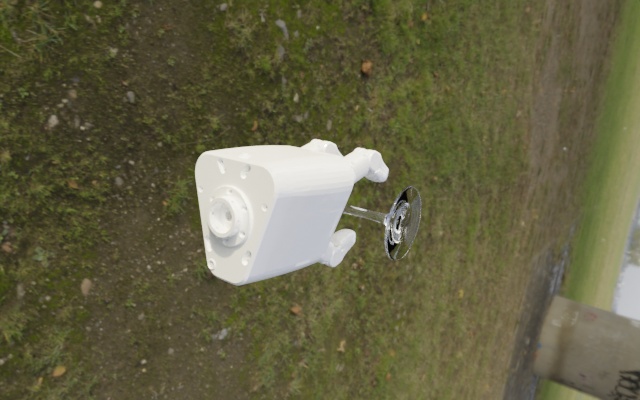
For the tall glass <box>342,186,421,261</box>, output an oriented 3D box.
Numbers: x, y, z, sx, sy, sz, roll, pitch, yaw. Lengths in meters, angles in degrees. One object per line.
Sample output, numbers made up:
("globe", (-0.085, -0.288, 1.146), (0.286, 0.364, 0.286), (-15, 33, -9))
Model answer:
("tall glass", (0.001, 0.002, 0.515), (0.201, 0.079, 0.079), (15, 8, 33))
